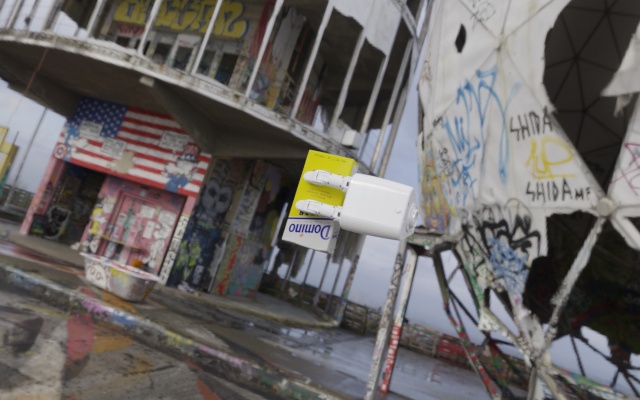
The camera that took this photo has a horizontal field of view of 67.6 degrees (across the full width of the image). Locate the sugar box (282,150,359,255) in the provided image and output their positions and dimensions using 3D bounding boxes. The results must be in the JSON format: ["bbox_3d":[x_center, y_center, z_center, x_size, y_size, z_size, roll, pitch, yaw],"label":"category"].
[{"bbox_3d":[0.000,0.003,0.880,0.093,0.176,0.048,14,-9,21],"label":"sugar box"}]
